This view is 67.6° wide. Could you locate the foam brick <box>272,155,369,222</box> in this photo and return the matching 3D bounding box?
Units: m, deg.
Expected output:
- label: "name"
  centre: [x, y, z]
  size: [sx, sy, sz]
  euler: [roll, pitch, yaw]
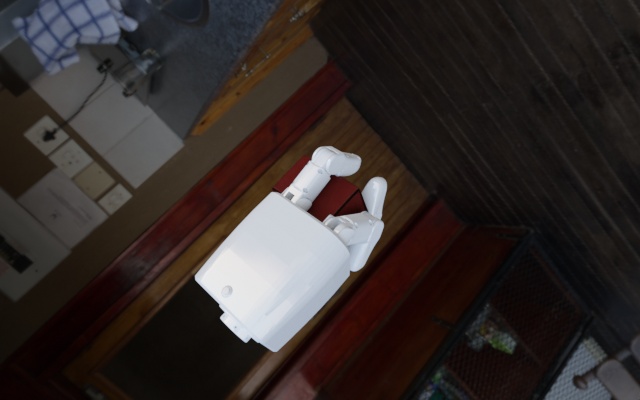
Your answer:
- label: "foam brick"
  centre: [0.000, 0.001, 0.477]
  size: [0.078, 0.051, 0.053]
  euler: [34, -17, 33]
